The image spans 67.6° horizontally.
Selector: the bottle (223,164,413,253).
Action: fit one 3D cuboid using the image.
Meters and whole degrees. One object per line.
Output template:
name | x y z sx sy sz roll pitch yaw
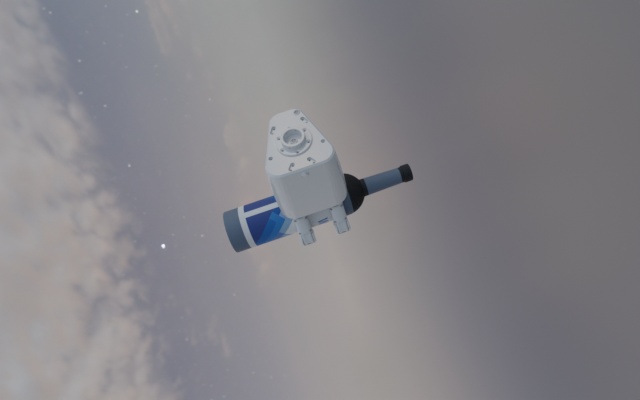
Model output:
bottle | 0.000 0.003 0.742 0.296 0.069 0.069 -19 0 0
